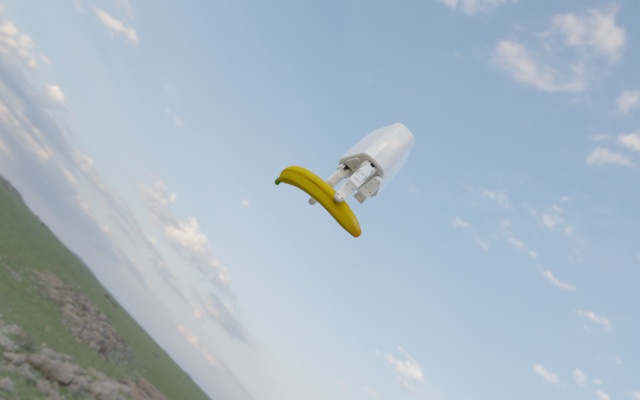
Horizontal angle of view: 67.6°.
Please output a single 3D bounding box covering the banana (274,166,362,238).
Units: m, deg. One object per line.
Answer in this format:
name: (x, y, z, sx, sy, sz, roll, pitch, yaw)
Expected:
banana: (-0.003, -0.010, 0.840, 0.197, 0.037, 0.070, 35, -27, 23)
